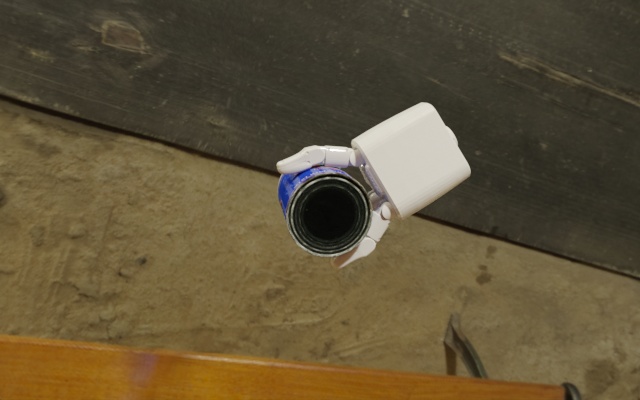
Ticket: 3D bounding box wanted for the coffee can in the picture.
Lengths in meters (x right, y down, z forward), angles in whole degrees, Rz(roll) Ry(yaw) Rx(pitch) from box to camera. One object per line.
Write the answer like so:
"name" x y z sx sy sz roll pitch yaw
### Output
"coffee can" 0.000 0.002 0.619 0.103 0.103 0.140 0 13 -9
